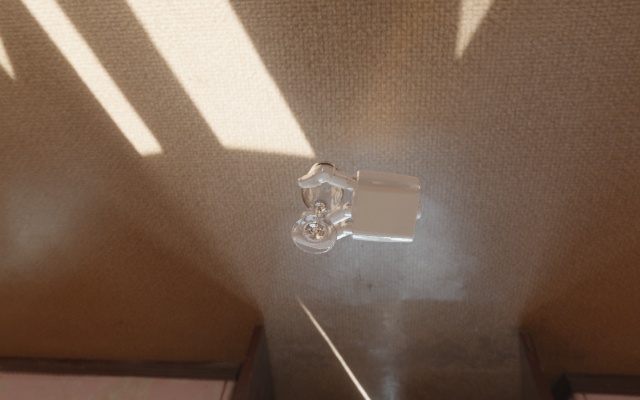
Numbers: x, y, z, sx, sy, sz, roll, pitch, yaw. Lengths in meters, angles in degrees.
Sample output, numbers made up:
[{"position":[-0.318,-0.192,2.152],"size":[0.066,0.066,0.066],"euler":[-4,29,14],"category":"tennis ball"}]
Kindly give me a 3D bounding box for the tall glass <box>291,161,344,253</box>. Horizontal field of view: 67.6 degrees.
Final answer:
[{"position":[0.000,0.003,0.841],"size":[0.079,0.079,0.201],"euler":[0,32,6],"category":"tall glass"}]
